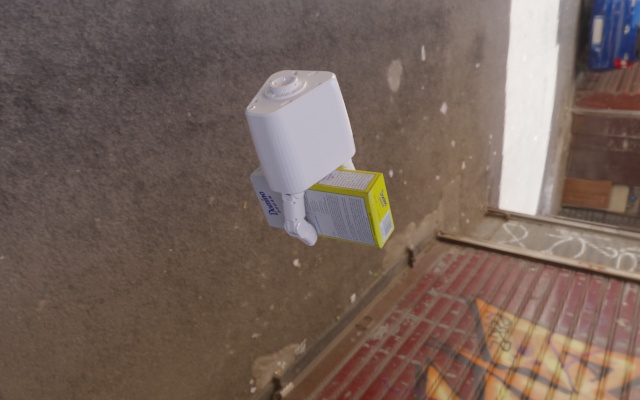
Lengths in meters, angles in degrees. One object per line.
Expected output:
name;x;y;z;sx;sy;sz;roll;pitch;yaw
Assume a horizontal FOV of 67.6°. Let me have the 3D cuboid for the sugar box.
sugar box;0.000;0.002;0.613;0.176;0.093;0.048;12;45;33
